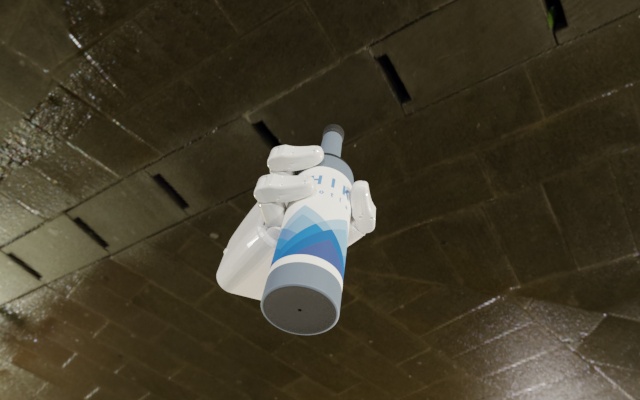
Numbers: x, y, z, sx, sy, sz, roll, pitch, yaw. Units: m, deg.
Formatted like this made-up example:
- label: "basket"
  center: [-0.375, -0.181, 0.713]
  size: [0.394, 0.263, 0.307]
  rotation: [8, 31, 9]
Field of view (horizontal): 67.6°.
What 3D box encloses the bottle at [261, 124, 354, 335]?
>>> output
- label: "bottle"
  center: [0.000, 0.002, 0.511]
  size: [0.069, 0.069, 0.295]
  rotation: [0, 38, 9]
